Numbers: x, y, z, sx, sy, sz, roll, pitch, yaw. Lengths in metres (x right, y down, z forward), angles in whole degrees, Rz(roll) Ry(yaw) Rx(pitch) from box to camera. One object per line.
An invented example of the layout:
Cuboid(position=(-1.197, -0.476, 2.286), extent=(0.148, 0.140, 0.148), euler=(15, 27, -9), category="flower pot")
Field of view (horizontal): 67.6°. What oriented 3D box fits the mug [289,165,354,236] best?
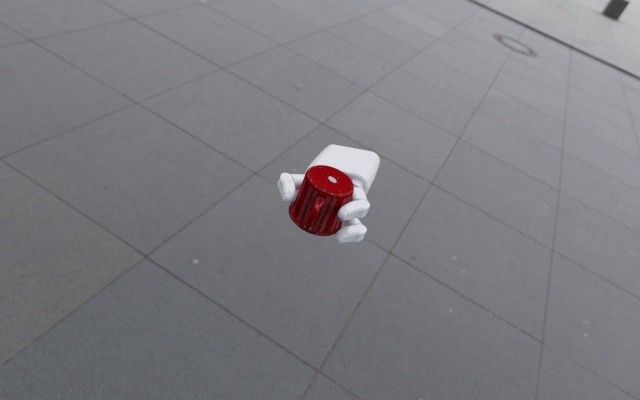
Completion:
Cuboid(position=(0.000, 0.003, 0.757), extent=(0.093, 0.081, 0.117), euler=(26, 35, 5), category="mug")
